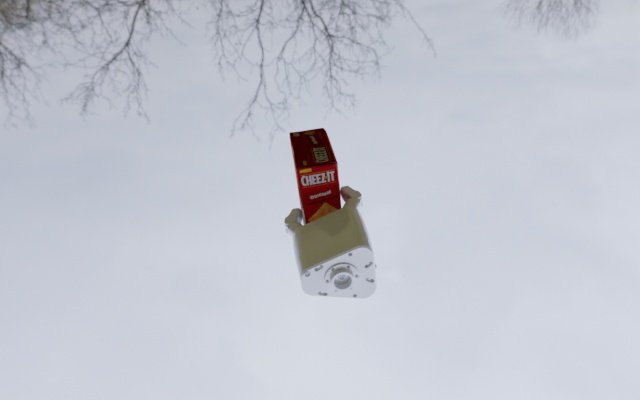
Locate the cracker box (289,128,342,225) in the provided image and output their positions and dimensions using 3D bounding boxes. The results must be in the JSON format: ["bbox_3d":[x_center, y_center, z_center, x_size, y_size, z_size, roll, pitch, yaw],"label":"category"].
[{"bbox_3d":[0.000,0.003,0.827,0.072,0.214,0.164,-10,29,-3],"label":"cracker box"}]
